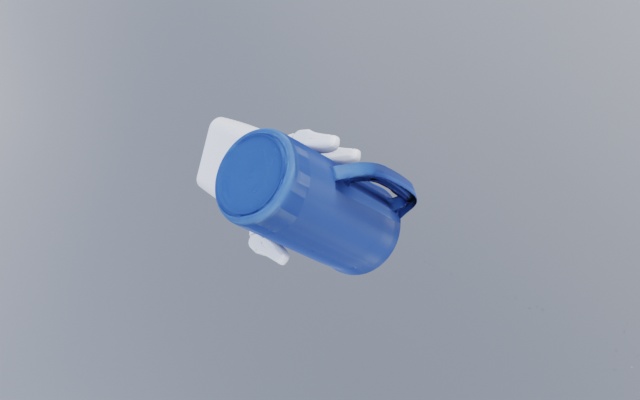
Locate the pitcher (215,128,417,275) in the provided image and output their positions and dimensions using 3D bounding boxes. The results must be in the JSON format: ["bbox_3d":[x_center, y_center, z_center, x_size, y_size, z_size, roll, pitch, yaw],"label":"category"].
[{"bbox_3d":[0.000,0.002,0.579,0.145,0.149,0.243,27,-1,37],"label":"pitcher"}]
